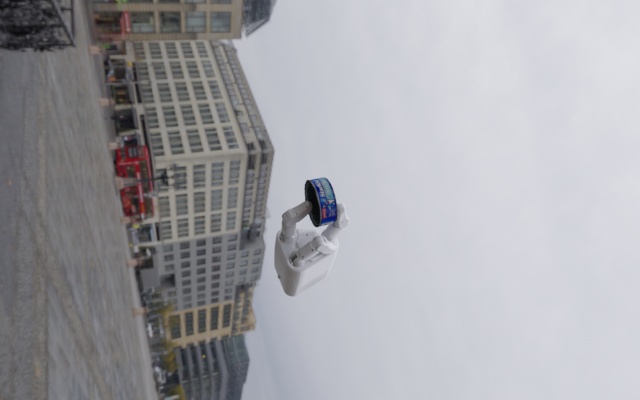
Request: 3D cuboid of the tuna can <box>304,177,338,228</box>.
[{"bbox_3d":[0.001,0.003,0.841,0.034,0.086,0.086,-12,3,-16],"label":"tuna can"}]
